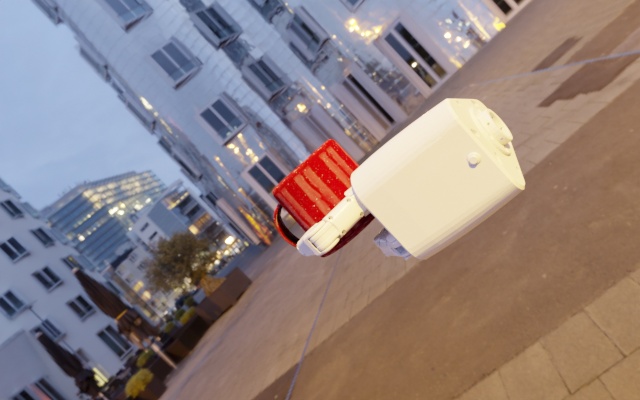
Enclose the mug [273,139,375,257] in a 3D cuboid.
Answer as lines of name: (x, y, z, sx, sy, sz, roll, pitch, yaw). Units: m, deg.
mug: (-0.001, 0.002, 0.475, 0.117, 0.081, 0.093, -40, 4, 29)
